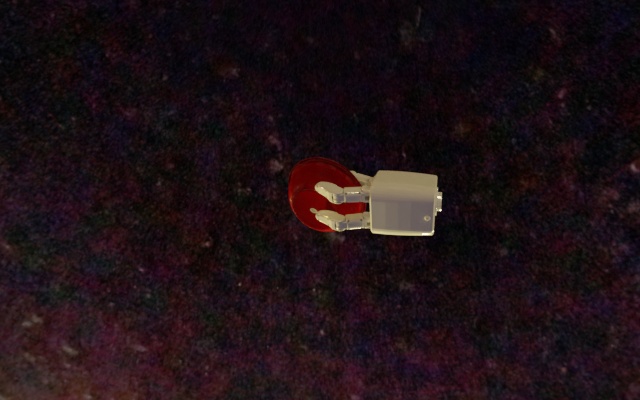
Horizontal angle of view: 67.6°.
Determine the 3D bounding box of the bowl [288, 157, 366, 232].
[{"bbox_3d":[-0.001,0.003,0.883,0.162,0.162,0.055,0,34,31],"label":"bowl"}]
